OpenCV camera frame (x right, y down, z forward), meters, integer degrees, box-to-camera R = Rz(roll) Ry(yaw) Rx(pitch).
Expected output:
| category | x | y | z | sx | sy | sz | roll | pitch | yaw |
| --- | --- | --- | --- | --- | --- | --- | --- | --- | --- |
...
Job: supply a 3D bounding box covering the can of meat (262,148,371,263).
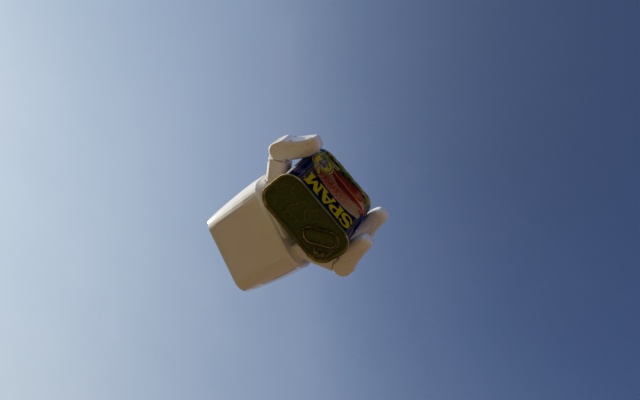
| category | x | y | z | sx | sy | sz | roll | pitch | yaw |
| --- | --- | --- | --- | --- | --- | --- | --- | --- | --- |
| can of meat | 0.000 | 0.001 | 0.514 | 0.057 | 0.102 | 0.084 | -36 | 8 | 36 |
